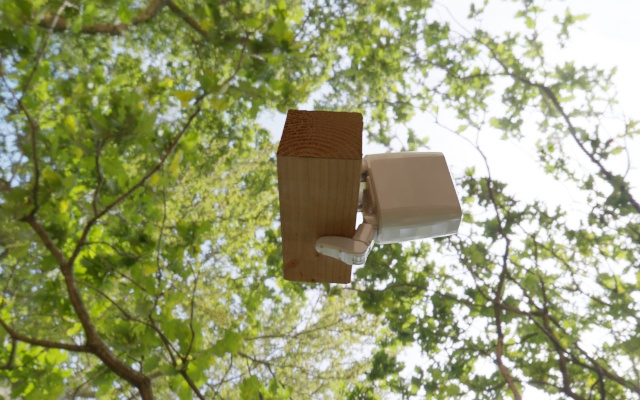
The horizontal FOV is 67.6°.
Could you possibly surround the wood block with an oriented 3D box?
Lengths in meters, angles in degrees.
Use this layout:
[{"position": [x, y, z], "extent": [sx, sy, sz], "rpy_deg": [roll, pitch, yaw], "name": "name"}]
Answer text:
[{"position": [0.000, 0.002, 0.584], "extent": [0.090, 0.206, 0.090], "rpy_deg": [3, 42, 3], "name": "wood block"}]
